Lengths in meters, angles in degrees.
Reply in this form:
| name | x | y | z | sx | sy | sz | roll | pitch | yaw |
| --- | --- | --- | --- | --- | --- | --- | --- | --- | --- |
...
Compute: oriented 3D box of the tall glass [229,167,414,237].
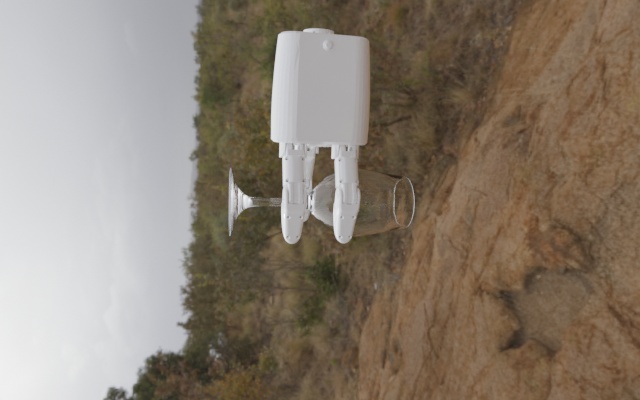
| name | x | y | z | sx | sy | sz | roll | pitch | yaw |
| --- | --- | --- | --- | --- | --- | --- | --- | --- | --- |
| tall glass | -0.001 | 0.002 | 0.535 | 0.201 | 0.079 | 0.079 | 1 | 0 | -13 |
